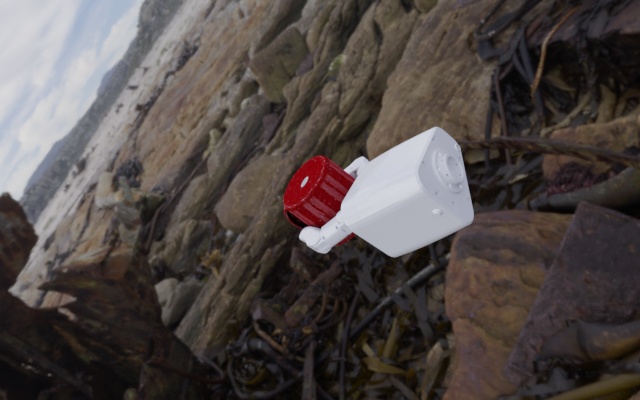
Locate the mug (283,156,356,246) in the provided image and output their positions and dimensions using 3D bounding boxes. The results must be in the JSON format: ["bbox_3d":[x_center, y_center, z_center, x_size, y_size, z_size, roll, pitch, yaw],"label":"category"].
[{"bbox_3d":[-0.001,0.002,0.610,0.081,0.093,0.117,36,-45,-25],"label":"mug"}]
